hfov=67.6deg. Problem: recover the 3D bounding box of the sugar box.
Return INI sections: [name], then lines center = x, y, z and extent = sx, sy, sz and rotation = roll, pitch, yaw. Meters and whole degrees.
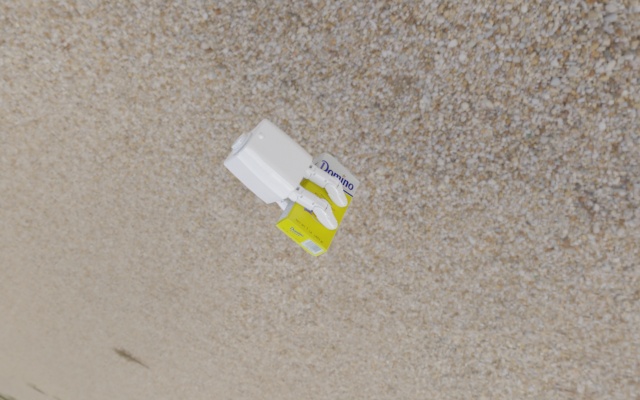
[sugar box]
center = 0.000, 0.003, 0.849
extent = 0.093, 0.176, 0.048
rotation = 41, -38, -17
